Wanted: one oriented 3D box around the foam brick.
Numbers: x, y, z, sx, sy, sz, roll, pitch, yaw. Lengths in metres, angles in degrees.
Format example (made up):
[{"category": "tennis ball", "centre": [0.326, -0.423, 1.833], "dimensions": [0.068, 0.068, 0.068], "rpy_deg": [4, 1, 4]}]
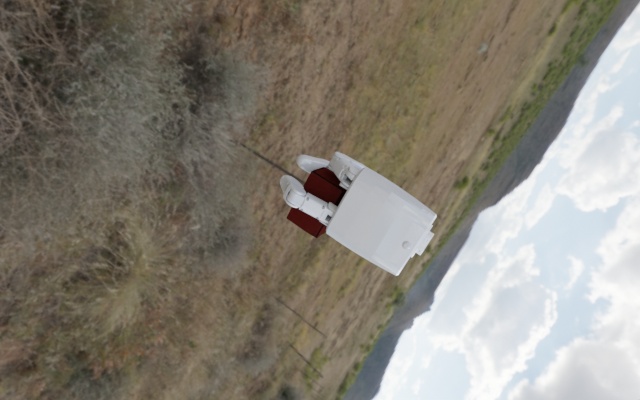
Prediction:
[{"category": "foam brick", "centre": [0.000, 0.002, 0.641], "dimensions": [0.051, 0.078, 0.053], "rpy_deg": [33, 19, 11]}]
